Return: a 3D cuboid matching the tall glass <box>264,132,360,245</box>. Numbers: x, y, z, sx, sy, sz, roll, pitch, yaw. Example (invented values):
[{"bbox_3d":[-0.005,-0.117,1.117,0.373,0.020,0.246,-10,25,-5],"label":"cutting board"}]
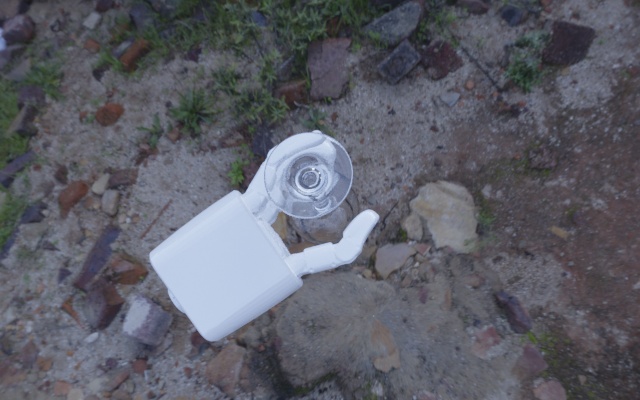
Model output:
[{"bbox_3d":[0.000,0.001,0.488,0.079,0.079,0.201,0,-13,7],"label":"tall glass"}]
